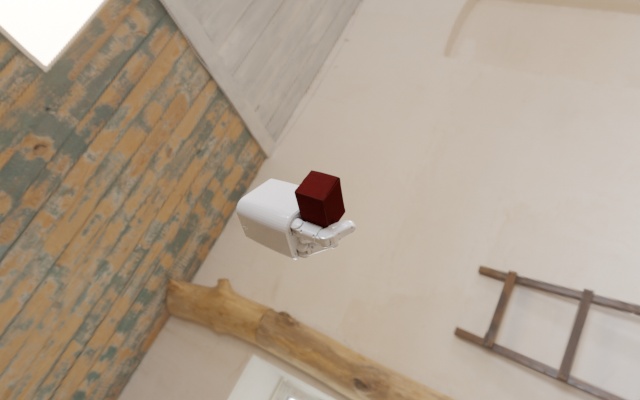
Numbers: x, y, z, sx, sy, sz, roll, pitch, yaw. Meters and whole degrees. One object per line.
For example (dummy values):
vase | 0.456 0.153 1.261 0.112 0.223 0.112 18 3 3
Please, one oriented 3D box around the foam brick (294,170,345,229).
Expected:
foam brick | 0.000 0.002 0.726 0.051 0.078 0.053 19 53 26
